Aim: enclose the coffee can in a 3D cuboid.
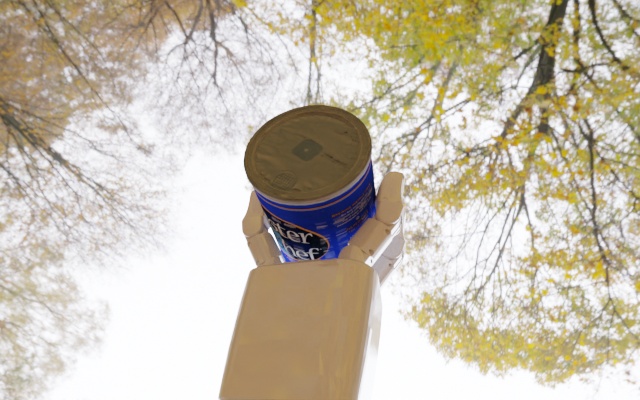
[{"bbox_3d":[0.000,0.001,0.428,0.103,0.102,0.140,0,-37,12],"label":"coffee can"}]
